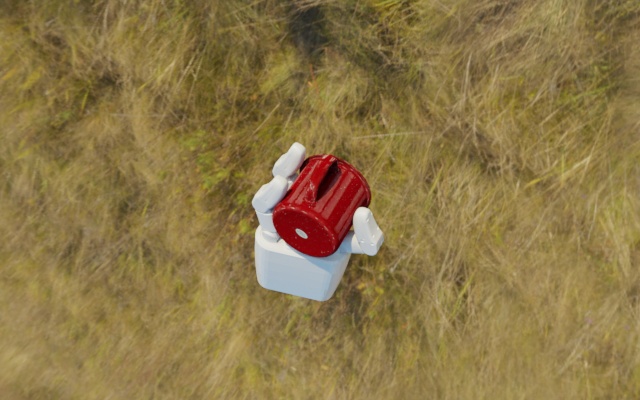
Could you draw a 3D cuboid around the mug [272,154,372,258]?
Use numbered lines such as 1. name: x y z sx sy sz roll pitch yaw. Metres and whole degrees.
1. mug: 0.000 0.001 0.524 0.093 0.081 0.117 24 -38 13
